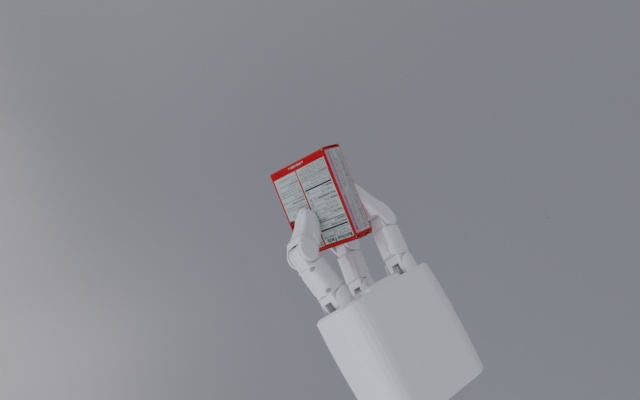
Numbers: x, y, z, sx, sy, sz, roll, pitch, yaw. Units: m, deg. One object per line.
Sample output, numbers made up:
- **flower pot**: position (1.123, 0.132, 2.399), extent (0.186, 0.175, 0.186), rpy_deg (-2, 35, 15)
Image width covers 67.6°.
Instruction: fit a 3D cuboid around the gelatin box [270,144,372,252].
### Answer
- **gelatin box**: position (0.000, 0.001, 0.453), extent (0.073, 0.089, 0.030), rpy_deg (-24, -2, 40)
